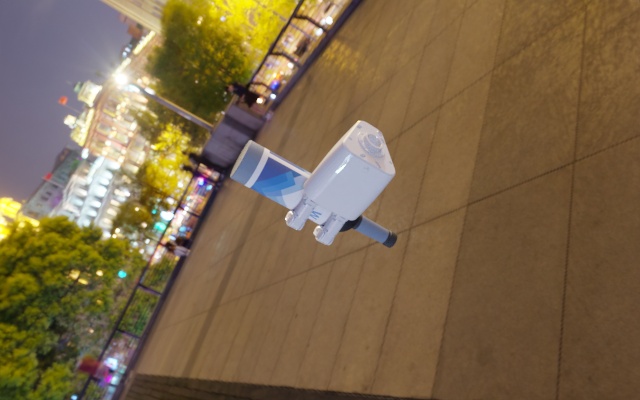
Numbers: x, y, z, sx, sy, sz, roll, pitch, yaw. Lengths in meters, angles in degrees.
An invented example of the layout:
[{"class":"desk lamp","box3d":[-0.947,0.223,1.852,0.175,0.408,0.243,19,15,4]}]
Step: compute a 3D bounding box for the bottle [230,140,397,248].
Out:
[{"class":"bottle","box3d":[0.000,0.002,0.779,0.296,0.069,0.069,28,-9,-17]}]
